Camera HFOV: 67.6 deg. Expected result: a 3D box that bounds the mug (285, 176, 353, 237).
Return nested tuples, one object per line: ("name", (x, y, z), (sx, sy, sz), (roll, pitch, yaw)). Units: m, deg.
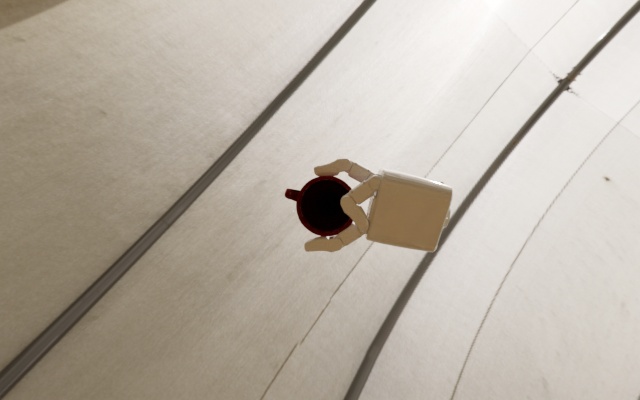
("mug", (-0.001, 0.002, 0.763), (0.117, 0.093, 0.081), (13, 6, 3))
